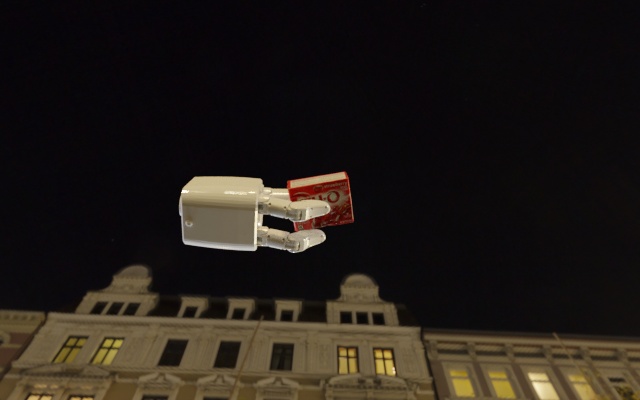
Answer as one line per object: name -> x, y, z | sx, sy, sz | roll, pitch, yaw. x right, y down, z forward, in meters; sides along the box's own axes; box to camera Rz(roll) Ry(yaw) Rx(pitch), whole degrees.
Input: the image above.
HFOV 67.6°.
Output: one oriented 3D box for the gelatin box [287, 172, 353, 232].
gelatin box -> 0.000, 0.002, 0.702 | 0.089, 0.073, 0.030 | -10, 27, -2
